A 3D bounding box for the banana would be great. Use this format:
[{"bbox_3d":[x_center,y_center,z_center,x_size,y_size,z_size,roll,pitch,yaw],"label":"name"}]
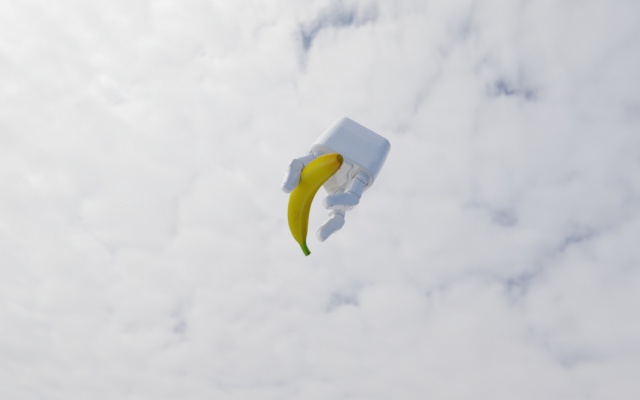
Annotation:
[{"bbox_3d":[-0.015,-0.005,0.727,0.069,0.198,0.037,33,42,19],"label":"banana"}]
